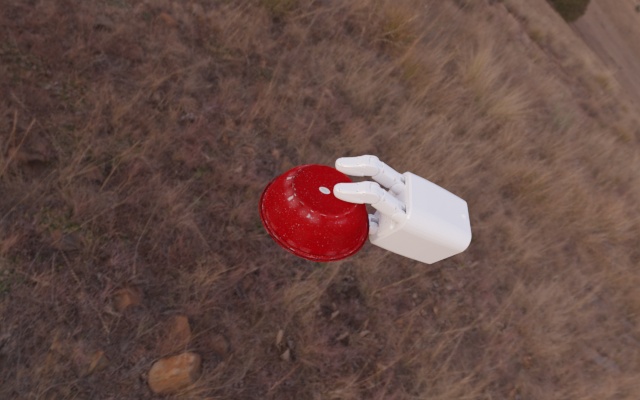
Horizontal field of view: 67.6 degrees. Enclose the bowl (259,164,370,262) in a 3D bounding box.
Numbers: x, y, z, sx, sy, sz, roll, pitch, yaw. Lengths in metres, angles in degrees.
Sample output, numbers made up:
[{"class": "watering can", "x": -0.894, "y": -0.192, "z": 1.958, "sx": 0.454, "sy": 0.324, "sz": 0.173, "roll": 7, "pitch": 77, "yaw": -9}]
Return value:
[{"class": "bowl", "x": -0.001, "y": 0.002, "z": 0.652, "sx": 0.162, "sy": 0.162, "sz": 0.055, "roll": 0, "pitch": -39, "yaw": -20}]
